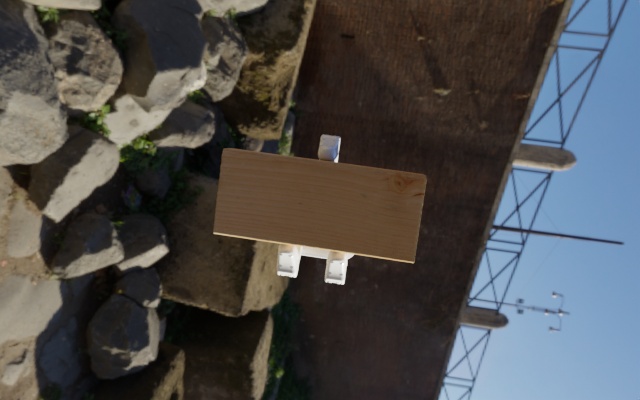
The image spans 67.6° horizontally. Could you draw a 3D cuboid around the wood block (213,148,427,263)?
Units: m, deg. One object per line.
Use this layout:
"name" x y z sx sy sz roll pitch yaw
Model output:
"wood block" 0.000 0.001 0.520 0.206 0.091 0.090 8 5 4
